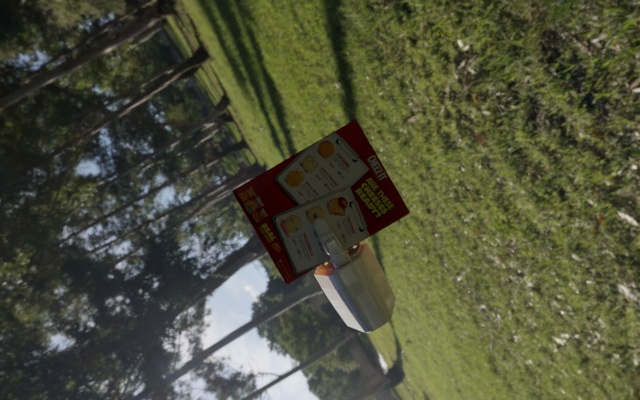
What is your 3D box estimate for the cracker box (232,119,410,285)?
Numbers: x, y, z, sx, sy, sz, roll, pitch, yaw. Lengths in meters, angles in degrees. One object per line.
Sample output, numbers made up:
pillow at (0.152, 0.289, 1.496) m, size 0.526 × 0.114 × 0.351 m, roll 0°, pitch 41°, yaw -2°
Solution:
cracker box at (0.000, 0.002, 0.733) m, size 0.213 × 0.164 × 0.072 m, roll -30°, pitch 2°, yaw -1°
